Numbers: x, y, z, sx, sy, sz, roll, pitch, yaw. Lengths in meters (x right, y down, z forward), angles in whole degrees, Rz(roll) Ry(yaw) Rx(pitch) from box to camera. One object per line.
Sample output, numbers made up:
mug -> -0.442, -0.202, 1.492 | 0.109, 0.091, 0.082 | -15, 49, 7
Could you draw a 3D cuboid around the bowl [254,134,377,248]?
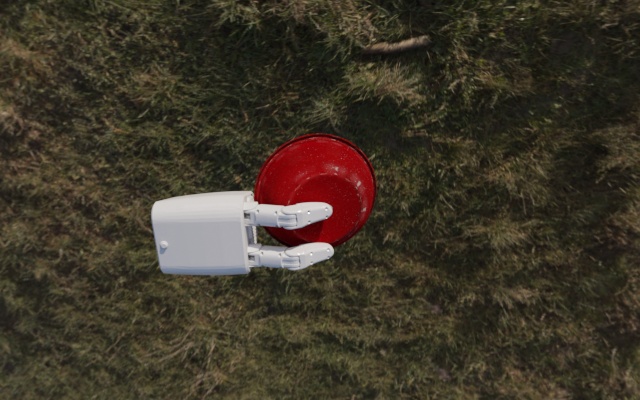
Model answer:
bowl -> 0.001, 0.002, 0.593 | 0.162, 0.162, 0.055 | 0, 21, -12
